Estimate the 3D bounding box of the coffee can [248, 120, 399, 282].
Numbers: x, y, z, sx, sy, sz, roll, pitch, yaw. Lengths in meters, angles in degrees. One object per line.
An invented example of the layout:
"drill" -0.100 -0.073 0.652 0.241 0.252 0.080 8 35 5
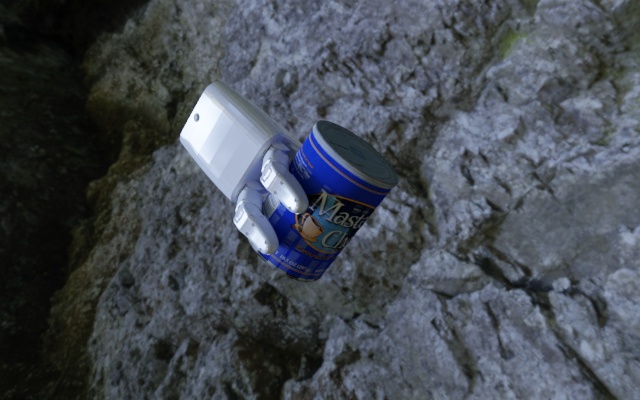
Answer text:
"coffee can" 0.000 0.002 0.508 0.103 0.140 0.102 30 23 -15
